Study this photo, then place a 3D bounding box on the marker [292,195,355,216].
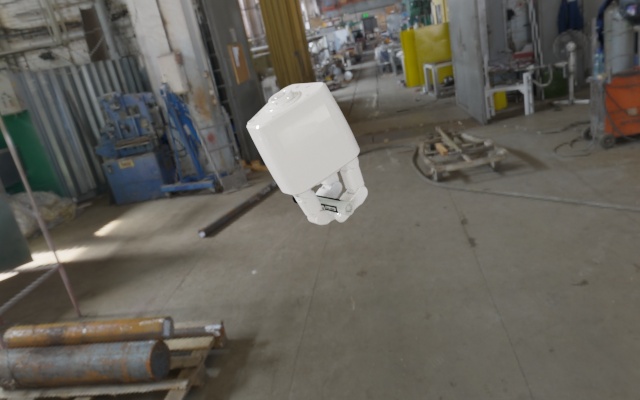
[{"bbox_3d":[0.000,0.002,0.665,0.020,0.020,0.121,0,8,-39],"label":"marker"}]
